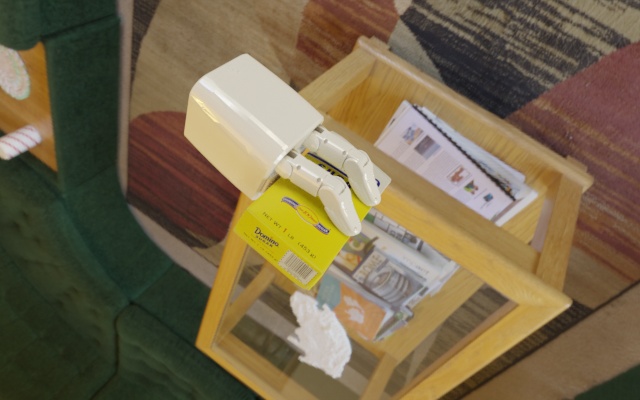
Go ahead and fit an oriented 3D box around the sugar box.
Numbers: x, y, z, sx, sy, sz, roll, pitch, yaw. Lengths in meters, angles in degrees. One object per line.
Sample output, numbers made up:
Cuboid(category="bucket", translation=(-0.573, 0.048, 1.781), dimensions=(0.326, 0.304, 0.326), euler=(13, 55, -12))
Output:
Cuboid(category="sugar box", translation=(0.000, 0.001, 0.499), dimensions=(0.176, 0.093, 0.048), euler=(-49, 0, -44))
